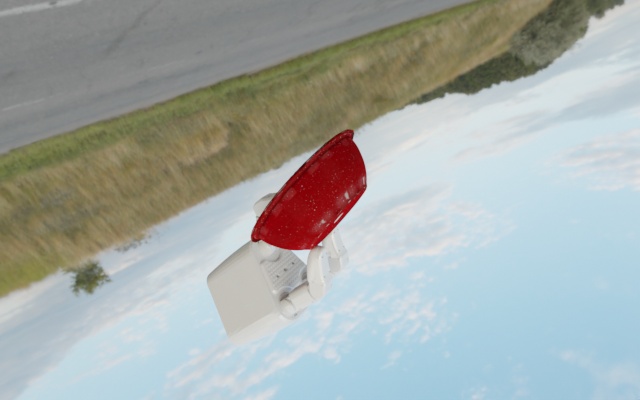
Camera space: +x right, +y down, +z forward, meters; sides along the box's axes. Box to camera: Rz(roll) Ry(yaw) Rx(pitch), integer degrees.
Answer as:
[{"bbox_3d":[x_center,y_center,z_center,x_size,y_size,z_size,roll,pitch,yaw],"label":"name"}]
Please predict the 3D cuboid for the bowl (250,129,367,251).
[{"bbox_3d":[0.001,0.001,0.514,0.055,0.162,0.162,42,7,8],"label":"bowl"}]
